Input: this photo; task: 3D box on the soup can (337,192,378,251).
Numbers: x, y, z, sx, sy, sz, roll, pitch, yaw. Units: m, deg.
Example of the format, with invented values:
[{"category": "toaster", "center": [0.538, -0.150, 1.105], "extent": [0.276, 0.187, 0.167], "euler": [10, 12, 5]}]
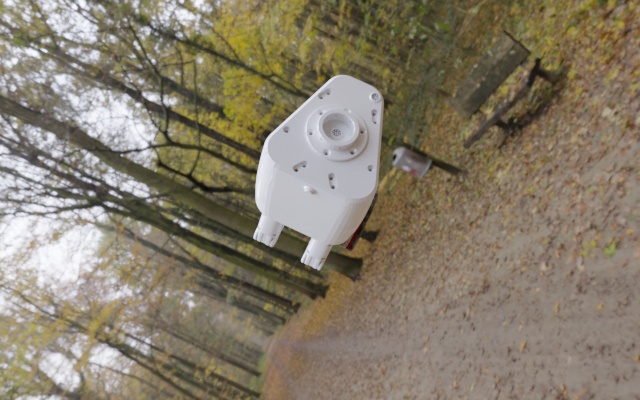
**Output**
[{"category": "soup can", "center": [0.000, 0.002, 0.502], "extent": [0.102, 0.068, 0.068], "euler": [25, 0, 1]}]
